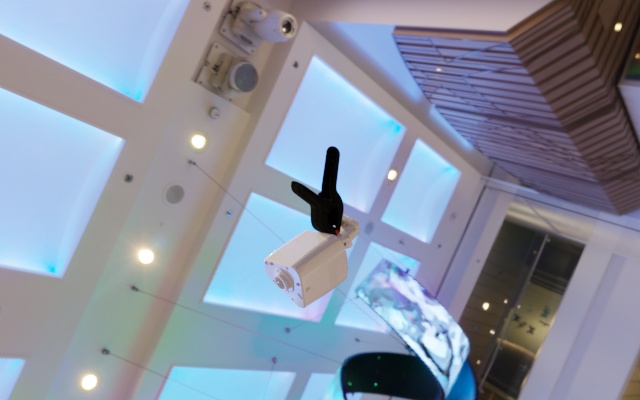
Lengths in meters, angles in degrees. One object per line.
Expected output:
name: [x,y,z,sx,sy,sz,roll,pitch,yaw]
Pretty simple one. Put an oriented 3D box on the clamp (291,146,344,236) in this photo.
clamp: [0.000,0.003,0.836,0.039,0.172,0.120,20,41,41]
